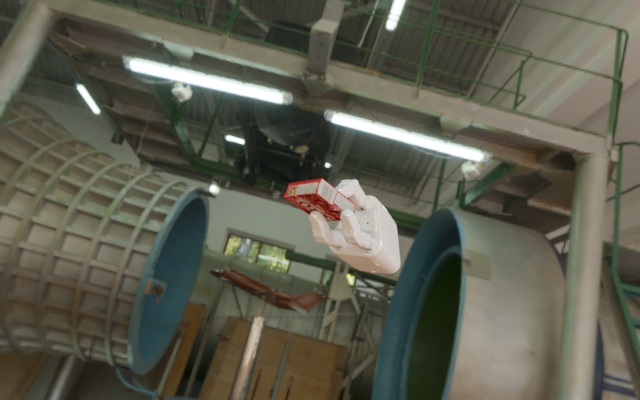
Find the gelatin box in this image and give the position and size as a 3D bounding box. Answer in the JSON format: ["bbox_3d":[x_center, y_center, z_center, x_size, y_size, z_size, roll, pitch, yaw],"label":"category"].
[{"bbox_3d":[0.000,0.002,0.741,0.073,0.030,0.089,-5,-32,44],"label":"gelatin box"}]
